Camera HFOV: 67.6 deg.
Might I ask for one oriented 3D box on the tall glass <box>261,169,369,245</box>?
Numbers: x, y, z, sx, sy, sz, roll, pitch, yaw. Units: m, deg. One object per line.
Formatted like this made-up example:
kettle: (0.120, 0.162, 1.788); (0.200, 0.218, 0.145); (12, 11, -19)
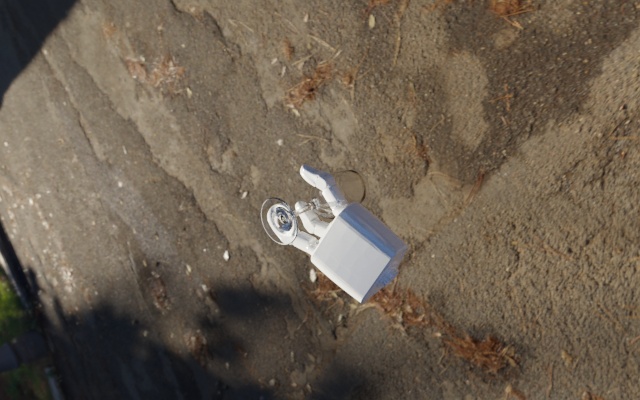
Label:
tall glass: (0.000, 0.003, 0.779); (0.079, 0.079, 0.201); (0, 17, 41)
